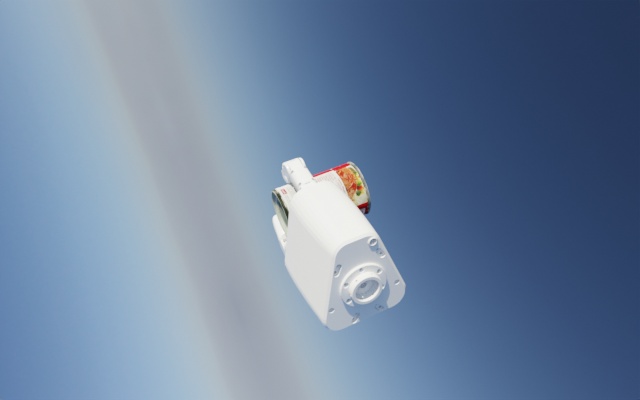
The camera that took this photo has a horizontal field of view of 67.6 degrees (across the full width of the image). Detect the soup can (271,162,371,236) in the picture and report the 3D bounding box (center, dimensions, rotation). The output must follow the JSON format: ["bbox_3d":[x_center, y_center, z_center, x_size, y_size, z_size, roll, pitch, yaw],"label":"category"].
[{"bbox_3d":[0.000,0.002,0.575,0.102,0.068,0.068,-21,5,-14],"label":"soup can"}]
